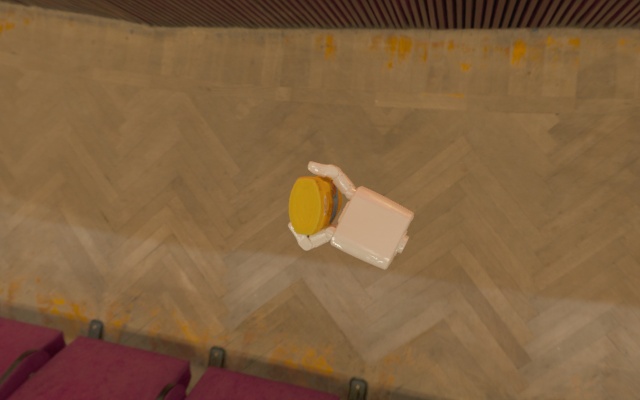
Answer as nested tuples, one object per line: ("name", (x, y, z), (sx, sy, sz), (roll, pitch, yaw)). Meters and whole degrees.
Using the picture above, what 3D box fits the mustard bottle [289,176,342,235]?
("mustard bottle", (0.000, 0.003, 0.867), (0.058, 0.096, 0.191), (2, 5, 16))
